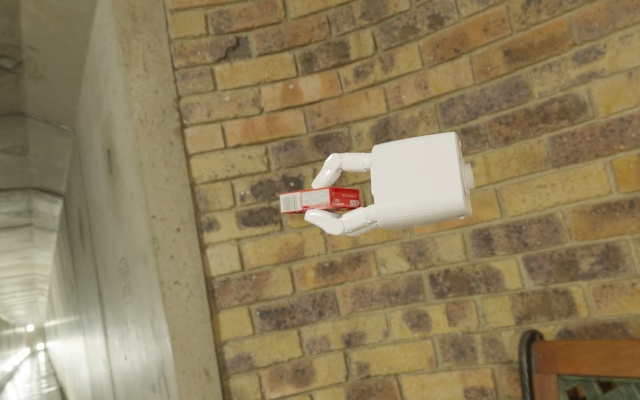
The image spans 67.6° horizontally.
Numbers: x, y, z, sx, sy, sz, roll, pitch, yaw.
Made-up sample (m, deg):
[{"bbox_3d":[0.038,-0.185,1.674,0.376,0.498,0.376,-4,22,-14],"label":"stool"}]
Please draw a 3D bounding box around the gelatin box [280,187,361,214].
[{"bbox_3d":[0.000,0.002,0.663,0.089,0.030,0.073,-7,-7,34],"label":"gelatin box"}]
